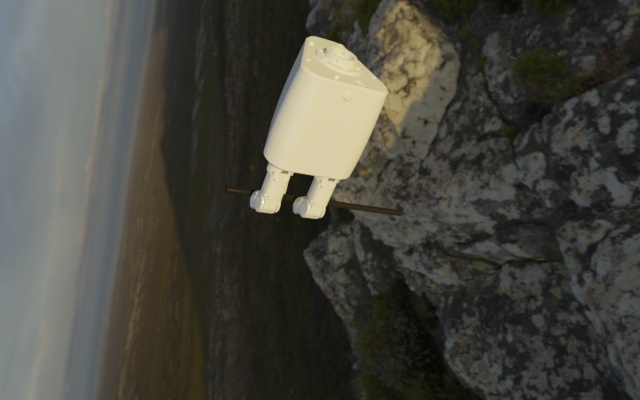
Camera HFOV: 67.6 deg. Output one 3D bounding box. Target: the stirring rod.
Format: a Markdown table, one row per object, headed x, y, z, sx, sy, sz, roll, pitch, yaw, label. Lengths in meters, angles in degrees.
| x | y | z | sx | sy | sz | roll | pitch | yaw | label |
| --- | --- | --- | --- | --- | --- | --- | --- | --- | --- |
| 0.000 | 0.002 | 0.597 | 0.239 | 0.011 | 0.011 | 8 | -3 | -24 | stirring rod |
